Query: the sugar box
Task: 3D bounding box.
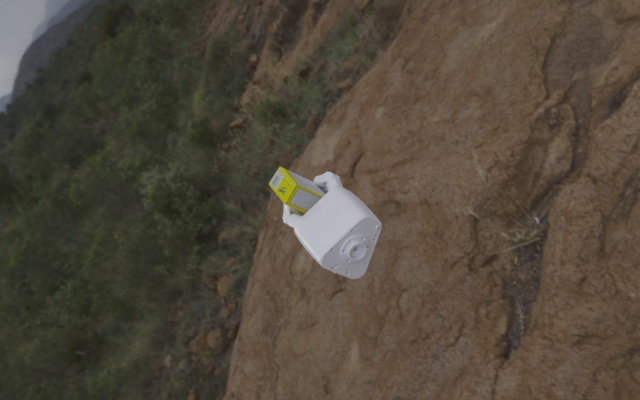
[{"bbox_3d":[0.000,0.003,0.869,0.176,0.048,0.093,27,11,-32],"label":"sugar box"}]
